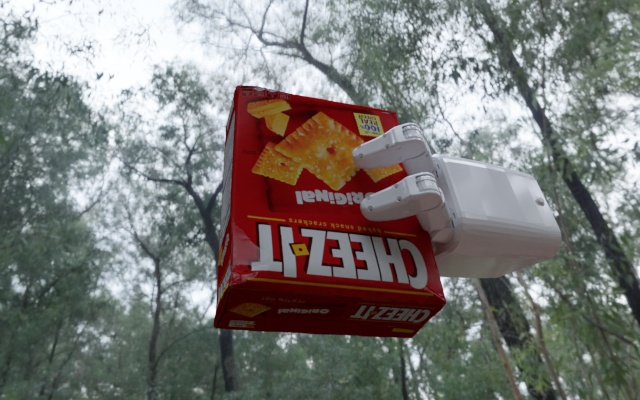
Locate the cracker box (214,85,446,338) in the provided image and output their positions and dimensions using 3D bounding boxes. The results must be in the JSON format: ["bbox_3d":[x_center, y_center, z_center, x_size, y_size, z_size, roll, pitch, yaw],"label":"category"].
[{"bbox_3d":[0.000,0.001,0.412,0.164,0.213,0.072,7,-41,-16],"label":"cracker box"}]
